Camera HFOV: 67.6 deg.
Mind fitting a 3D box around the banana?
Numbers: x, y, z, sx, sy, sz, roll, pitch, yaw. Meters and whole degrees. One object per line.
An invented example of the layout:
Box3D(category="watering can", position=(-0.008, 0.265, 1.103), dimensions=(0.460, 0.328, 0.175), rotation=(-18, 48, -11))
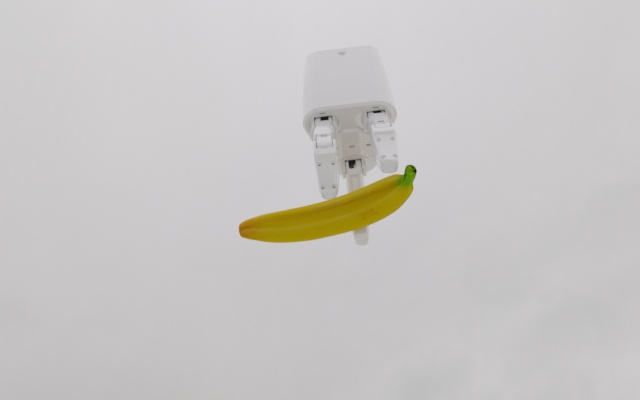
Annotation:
Box3D(category="banana", position=(0.013, 0.009, 0.482), dimensions=(0.198, 0.037, 0.070), rotation=(-21, -38, 24))
